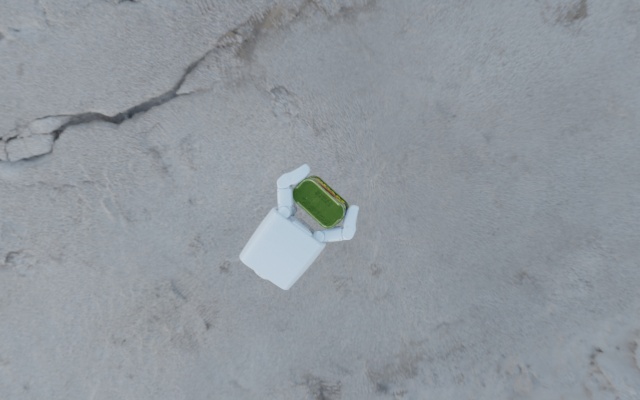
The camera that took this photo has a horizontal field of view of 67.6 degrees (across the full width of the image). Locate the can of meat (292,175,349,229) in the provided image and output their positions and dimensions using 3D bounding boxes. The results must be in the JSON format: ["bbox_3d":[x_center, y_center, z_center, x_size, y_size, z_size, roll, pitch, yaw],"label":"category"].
[{"bbox_3d":[0.000,0.003,0.847,0.102,0.057,0.084,42,7,3],"label":"can of meat"}]
